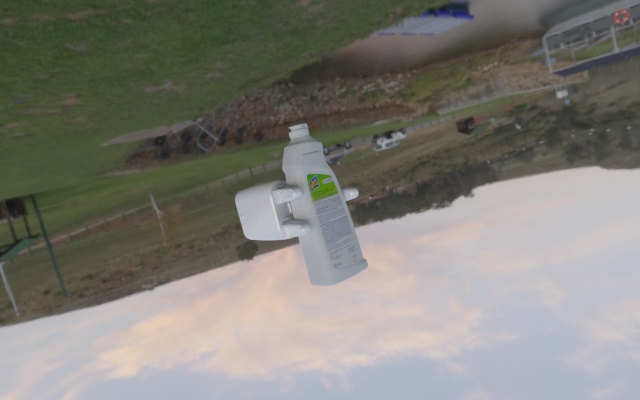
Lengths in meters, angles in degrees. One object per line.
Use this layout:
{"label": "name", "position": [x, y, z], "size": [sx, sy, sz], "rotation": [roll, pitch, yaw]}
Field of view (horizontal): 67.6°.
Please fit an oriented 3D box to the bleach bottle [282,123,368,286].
{"label": "bleach bottle", "position": [0.000, 0.003, 0.760], "size": [0.068, 0.251, 0.102], "rotation": [-9, 7, 45]}
